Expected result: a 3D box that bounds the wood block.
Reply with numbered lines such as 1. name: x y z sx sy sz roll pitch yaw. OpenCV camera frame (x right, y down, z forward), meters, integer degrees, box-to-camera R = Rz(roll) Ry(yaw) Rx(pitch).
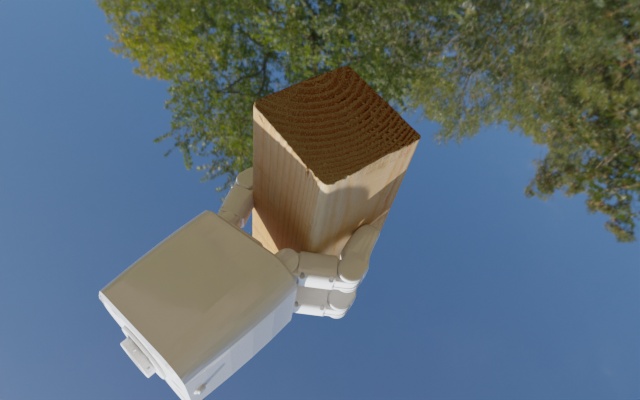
1. wood block: 0.000 0.001 0.419 0.090 0.090 0.206 -28 -26 -25
